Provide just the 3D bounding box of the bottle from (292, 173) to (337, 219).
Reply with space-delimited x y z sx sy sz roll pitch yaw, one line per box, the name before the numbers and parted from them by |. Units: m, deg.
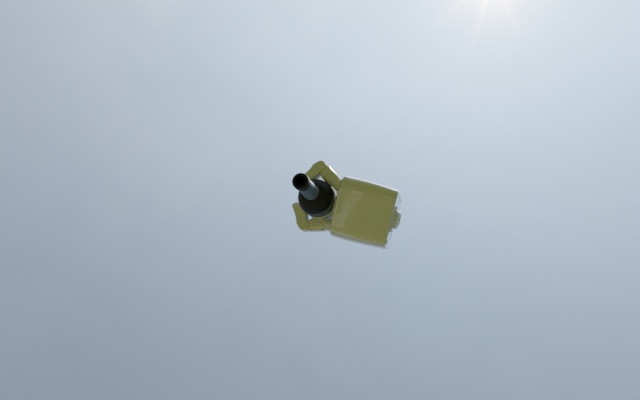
bottle | 0.000 0.003 0.900 0.069 0.069 0.296 0 -13 13
